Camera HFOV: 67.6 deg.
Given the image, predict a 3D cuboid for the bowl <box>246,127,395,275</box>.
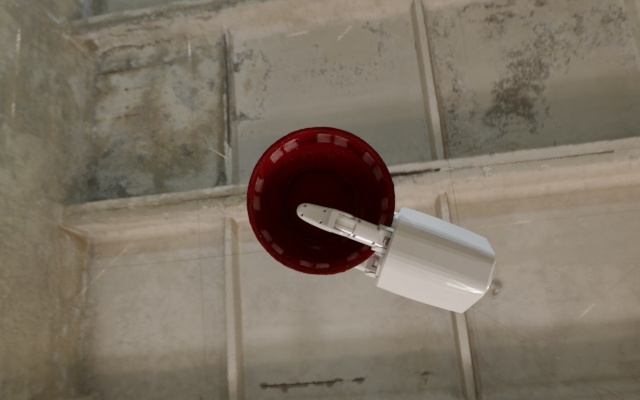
[{"bbox_3d":[-0.001,0.001,0.540,0.162,0.162,0.055,0,-6,-2],"label":"bowl"}]
